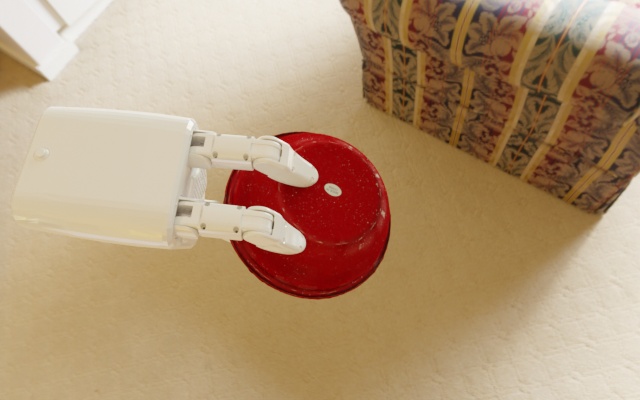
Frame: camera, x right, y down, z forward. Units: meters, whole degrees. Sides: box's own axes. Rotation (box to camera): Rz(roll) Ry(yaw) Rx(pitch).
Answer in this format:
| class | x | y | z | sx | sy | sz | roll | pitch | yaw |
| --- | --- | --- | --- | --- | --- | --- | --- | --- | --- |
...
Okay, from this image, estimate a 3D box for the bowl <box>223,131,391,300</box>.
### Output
| class | x | y | z | sx | sy | sz | roll | pitch | yaw |
| --- | --- | --- | --- | --- | --- | --- | --- | --- | --- |
| bowl | 0.001 | 0.001 | 0.417 | 0.162 | 0.162 | 0.055 | 0 | -19 | -21 |
